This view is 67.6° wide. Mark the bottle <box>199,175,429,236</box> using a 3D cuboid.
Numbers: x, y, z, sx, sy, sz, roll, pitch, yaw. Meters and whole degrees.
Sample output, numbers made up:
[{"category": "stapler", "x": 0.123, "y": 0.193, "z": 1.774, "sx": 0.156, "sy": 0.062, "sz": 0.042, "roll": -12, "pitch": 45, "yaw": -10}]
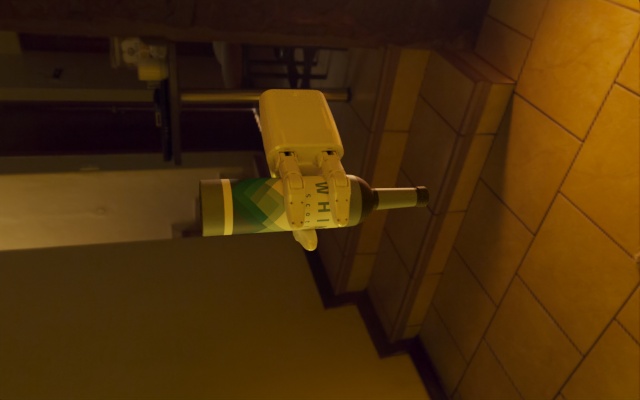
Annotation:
[{"category": "bottle", "x": 0.000, "y": 0.002, "z": 0.604, "sx": 0.296, "sy": 0.069, "sz": 0.069, "roll": -3, "pitch": 1, "yaw": -17}]
